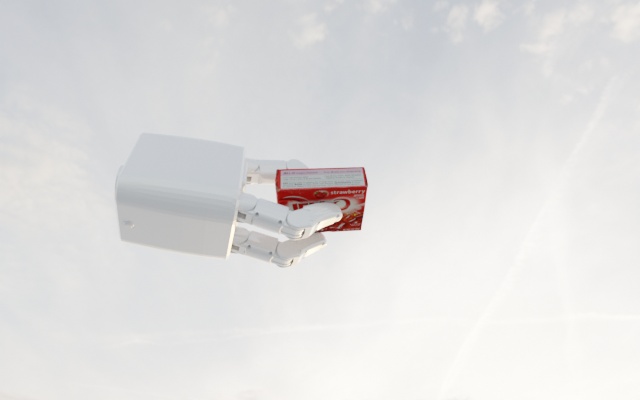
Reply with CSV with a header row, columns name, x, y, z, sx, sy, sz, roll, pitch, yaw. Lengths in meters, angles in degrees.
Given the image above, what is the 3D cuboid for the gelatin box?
name,x,y,z,sx,sy,sz,roll,pitch,yaw
gelatin box,0.000,0.001,0.484,0.089,0.030,0.073,-2,-39,-3
